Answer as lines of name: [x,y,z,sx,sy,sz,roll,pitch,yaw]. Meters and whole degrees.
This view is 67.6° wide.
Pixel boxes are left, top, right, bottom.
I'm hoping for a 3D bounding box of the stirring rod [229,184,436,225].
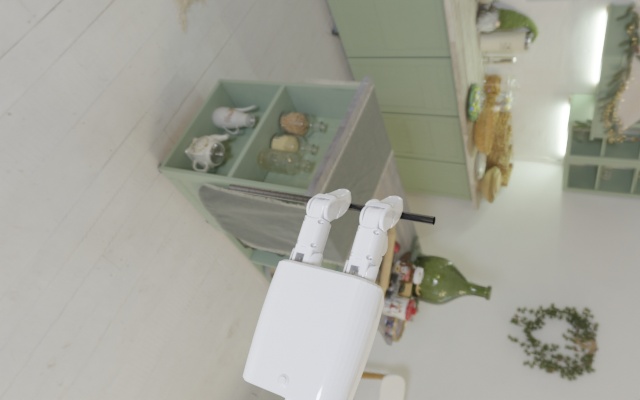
stirring rod: [0.000,0.002,0.494,0.239,0.011,0.011,9,4,29]
